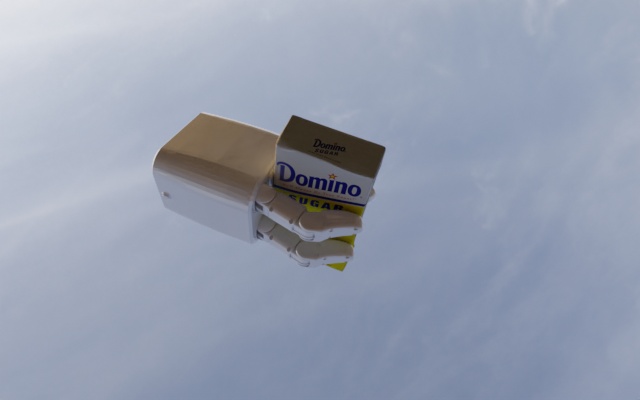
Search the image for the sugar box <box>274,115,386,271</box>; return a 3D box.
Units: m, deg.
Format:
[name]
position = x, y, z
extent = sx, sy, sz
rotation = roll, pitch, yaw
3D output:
[sugar box]
position = 0.000, 0.002, 0.484
extent = 0.093, 0.048, 0.176
rotation = 20, -33, 7
